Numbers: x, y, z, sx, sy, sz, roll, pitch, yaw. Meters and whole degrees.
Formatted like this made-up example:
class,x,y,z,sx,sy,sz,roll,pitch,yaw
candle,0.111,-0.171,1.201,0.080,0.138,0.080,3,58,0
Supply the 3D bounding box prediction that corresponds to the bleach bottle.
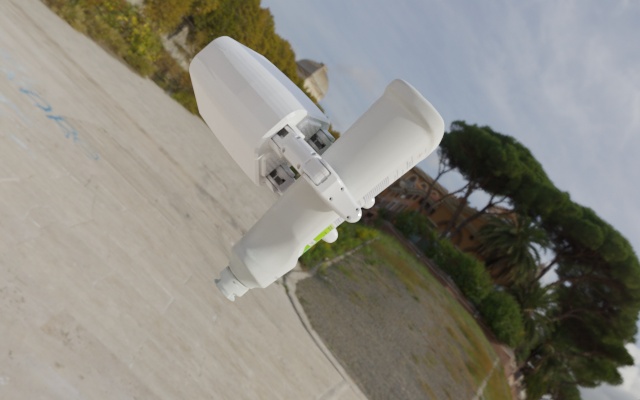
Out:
class,x,y,z,sx,sy,sz,roll,pitch,yaw
bleach bottle,0.000,0.002,0.453,0.251,0.068,0.102,-42,-13,-1
